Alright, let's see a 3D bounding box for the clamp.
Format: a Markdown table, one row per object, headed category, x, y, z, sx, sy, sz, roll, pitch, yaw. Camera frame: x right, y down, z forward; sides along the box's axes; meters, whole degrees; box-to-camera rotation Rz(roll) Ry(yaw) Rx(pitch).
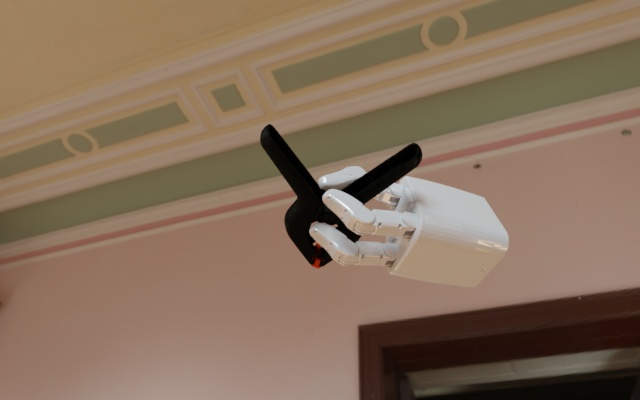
| category | x | y | z | sx | sy | sz | roll | pitch | yaw |
| --- | --- | --- | --- | --- | --- | --- | --- | --- | --- |
| clamp | 0.000 | 0.002 | 0.541 | 0.164 | 0.036 | 0.210 | 12 | -45 | -9 |
